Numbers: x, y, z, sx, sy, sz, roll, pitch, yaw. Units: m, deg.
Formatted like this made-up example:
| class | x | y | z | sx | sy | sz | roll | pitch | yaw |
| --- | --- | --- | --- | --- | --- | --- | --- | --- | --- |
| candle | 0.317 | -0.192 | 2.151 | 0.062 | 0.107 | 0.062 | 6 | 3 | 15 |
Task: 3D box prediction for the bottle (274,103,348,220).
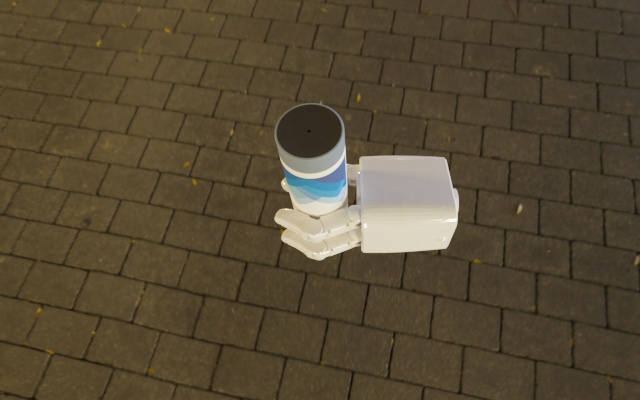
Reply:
| class | x | y | z | sx | sy | sz | roll | pitch | yaw |
| --- | --- | --- | --- | --- | --- | --- | --- | --- | --- |
| bottle | 0.000 | 0.002 | 0.580 | 0.069 | 0.069 | 0.296 | 0 | -27 | 5 |
